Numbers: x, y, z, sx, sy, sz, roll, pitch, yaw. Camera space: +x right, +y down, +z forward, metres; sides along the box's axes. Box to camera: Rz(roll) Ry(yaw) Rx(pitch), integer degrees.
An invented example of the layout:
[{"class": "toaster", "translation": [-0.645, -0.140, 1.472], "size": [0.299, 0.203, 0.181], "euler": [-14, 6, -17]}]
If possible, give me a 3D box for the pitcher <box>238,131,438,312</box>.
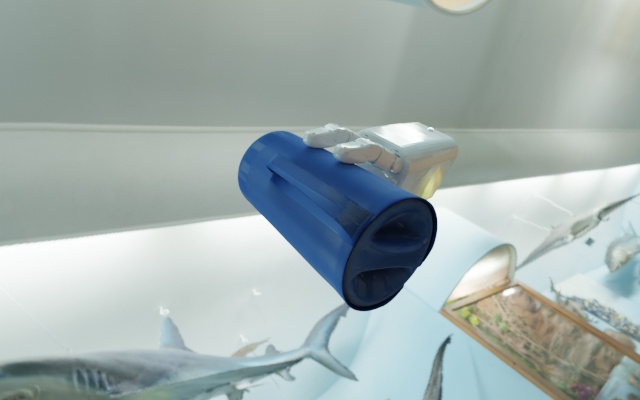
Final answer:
[{"class": "pitcher", "translation": [0.000, 0.002, 0.551], "size": [0.145, 0.149, 0.242], "euler": [-17, 37, -34]}]
